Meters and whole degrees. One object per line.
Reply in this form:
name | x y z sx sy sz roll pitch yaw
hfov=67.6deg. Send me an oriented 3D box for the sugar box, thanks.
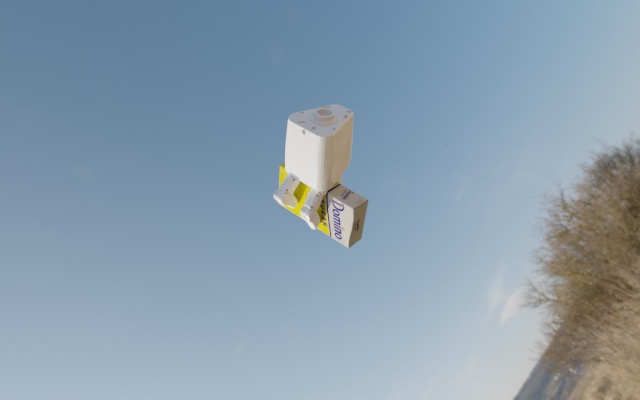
sugar box | 0.000 0.003 0.866 0.176 0.093 0.048 32 45 30
